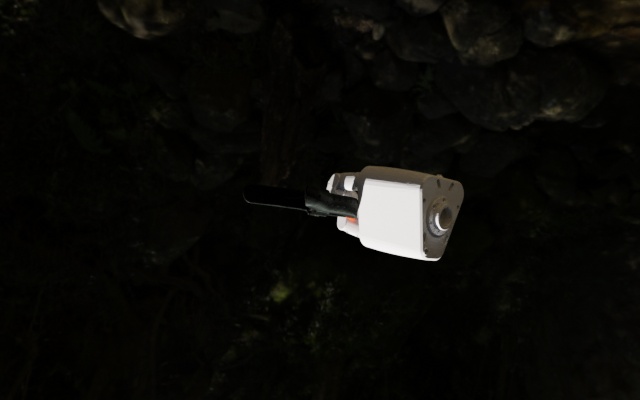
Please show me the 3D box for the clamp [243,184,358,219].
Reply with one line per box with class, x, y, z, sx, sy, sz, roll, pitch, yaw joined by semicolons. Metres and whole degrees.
clamp;0.000;0.003;0.617;0.171;0.039;0.120;8;2;-40
